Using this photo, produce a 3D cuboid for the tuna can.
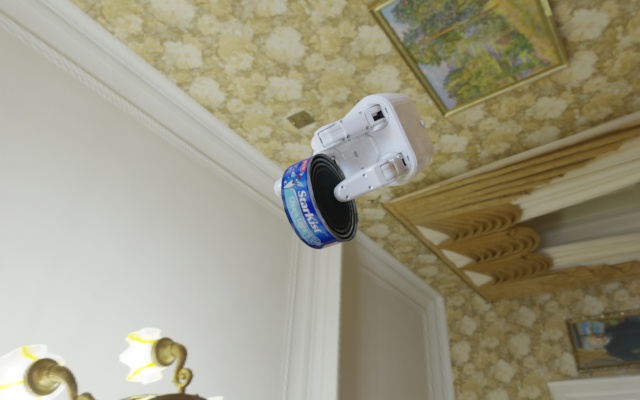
[{"bbox_3d":[0.000,0.002,0.447,0.034,0.086,0.086,-21,-9,26],"label":"tuna can"}]
